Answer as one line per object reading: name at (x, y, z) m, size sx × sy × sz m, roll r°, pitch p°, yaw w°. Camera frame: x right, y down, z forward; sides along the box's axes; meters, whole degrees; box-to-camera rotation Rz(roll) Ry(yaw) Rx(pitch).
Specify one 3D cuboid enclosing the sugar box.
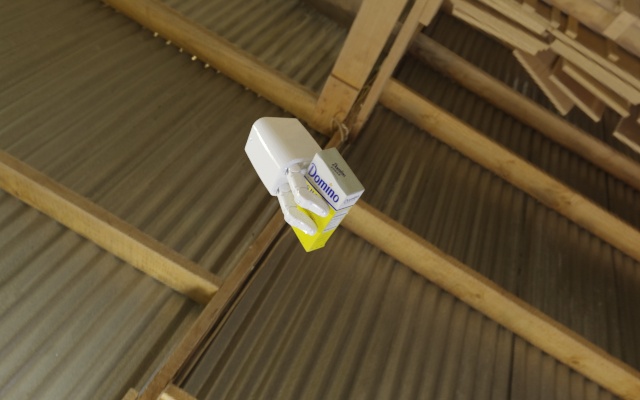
sugar box at (0.000, 0.003, 0.811) m, size 0.048 × 0.093 × 0.176 m, roll -19°, pitch -26°, yaw -33°
